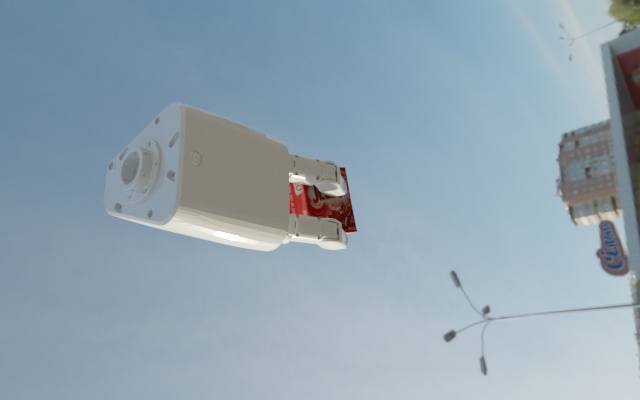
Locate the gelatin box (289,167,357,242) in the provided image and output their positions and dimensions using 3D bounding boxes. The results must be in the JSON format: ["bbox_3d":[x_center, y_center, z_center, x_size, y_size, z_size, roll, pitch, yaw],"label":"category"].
[{"bbox_3d":[0.000,0.002,0.493,0.030,0.073,0.089,-14,-8,32],"label":"gelatin box"}]
